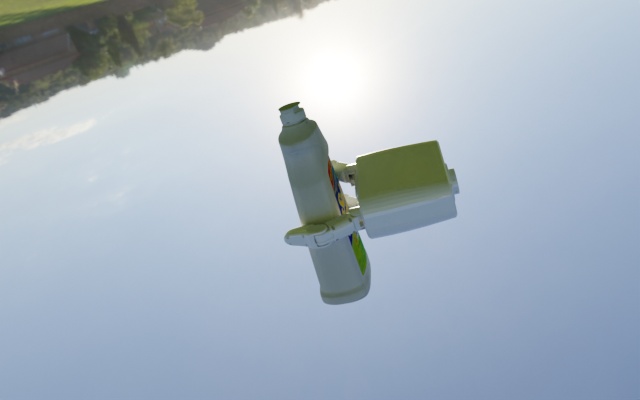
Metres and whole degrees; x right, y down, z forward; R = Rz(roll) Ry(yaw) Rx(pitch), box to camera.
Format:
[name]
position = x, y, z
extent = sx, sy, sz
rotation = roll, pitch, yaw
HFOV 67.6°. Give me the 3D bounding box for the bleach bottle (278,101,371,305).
[bleach bottle]
position = 0.000, 0.002, 0.599
extent = 0.068, 0.251, 0.102
rotation = -13, 25, 14
